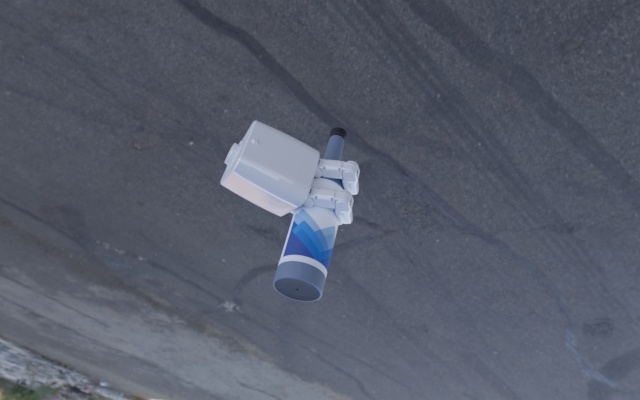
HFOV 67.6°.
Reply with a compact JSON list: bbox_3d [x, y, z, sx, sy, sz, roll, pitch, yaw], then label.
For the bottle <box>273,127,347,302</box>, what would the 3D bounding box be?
[{"bbox_3d":[0.000,0.003,0.711,0.069,0.295,0.069,10,-36,7],"label":"bottle"}]
